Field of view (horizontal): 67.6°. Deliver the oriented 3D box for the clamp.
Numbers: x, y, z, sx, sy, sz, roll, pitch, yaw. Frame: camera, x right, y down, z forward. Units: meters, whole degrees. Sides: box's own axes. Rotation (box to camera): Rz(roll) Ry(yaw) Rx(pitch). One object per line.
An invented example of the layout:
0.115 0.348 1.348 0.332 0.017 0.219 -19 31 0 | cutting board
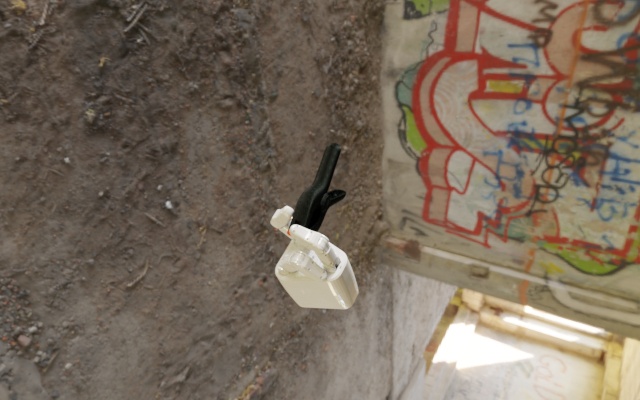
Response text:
0.001 0.003 0.782 0.039 0.171 0.120 13 -32 29 | clamp
